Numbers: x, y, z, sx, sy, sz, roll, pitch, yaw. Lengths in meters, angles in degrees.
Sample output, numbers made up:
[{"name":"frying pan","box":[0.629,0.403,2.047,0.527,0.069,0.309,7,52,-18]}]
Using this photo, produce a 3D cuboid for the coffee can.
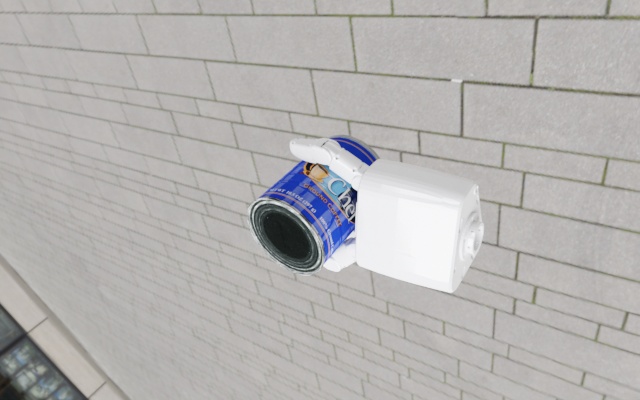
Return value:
[{"name":"coffee can","box":[0.000,0.002,0.548,0.103,0.103,0.140,0,33,42]}]
